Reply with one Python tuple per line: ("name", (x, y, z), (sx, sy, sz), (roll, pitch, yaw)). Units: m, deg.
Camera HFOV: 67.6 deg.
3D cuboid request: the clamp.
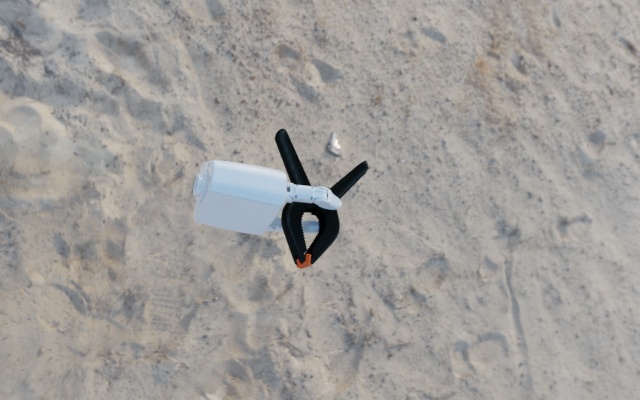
("clamp", (0.000, 0.003, 0.736), (0.164, 0.210, 0.036), (11, -20, -24))
